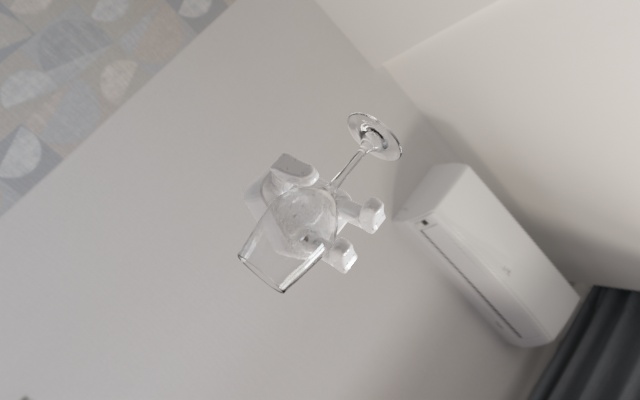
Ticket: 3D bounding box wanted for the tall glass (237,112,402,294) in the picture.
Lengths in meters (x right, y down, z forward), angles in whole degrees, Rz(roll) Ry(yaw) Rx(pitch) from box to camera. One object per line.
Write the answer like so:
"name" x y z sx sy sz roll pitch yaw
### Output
"tall glass" 0.001 0.001 0.510 0.079 0.201 0.079 36 -18 13
